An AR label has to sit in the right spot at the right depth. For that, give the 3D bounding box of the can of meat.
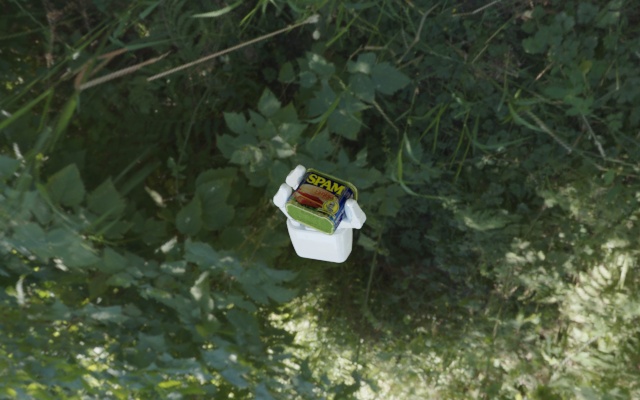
[{"bbox_3d":[0.000,0.003,0.830,0.102,0.084,0.057,23,-31,19],"label":"can of meat"}]
